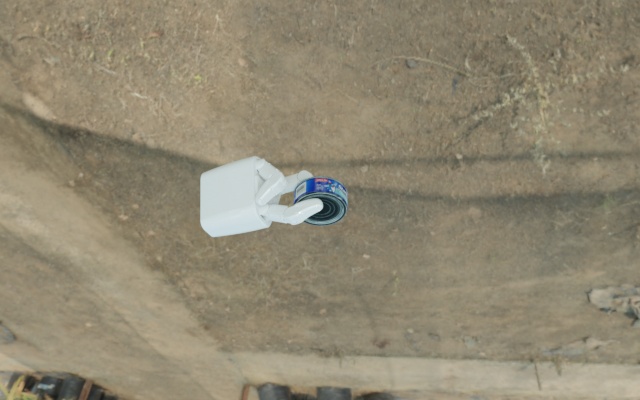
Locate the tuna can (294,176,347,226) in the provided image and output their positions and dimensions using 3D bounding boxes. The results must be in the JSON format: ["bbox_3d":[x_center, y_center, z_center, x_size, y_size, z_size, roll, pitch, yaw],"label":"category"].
[{"bbox_3d":[0.000,0.003,0.751,0.086,0.033,0.086,0,-40,0],"label":"tuna can"}]
